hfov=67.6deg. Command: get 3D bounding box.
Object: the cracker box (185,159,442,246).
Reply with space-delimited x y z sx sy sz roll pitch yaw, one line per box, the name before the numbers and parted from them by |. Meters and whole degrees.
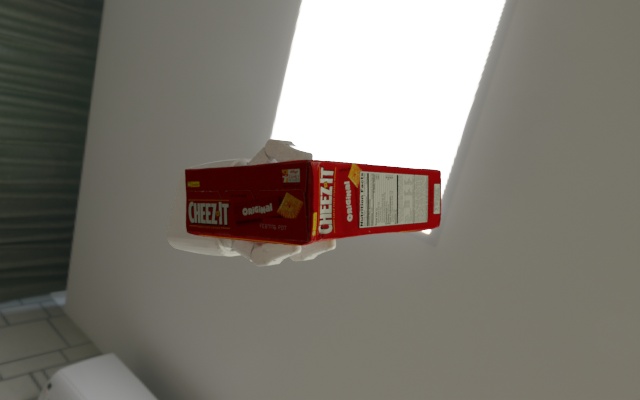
cracker box | 0.000 0.001 0.483 0.164 0.072 0.214 -1 1 41
